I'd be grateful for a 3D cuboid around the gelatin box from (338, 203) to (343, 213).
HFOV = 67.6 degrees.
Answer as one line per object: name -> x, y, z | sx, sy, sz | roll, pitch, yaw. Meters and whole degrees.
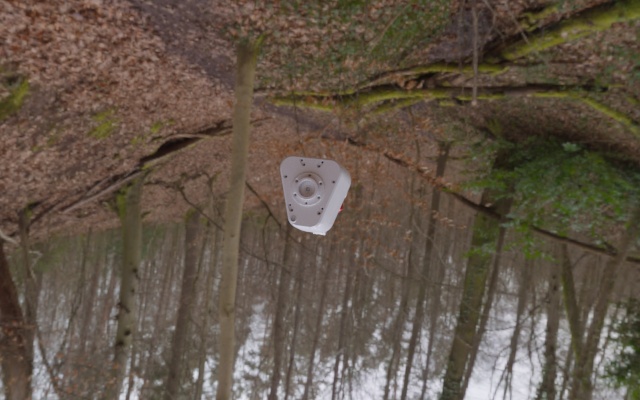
gelatin box -> 0.000, 0.003, 0.862 | 0.073, 0.030, 0.089 | 8, -8, -4
